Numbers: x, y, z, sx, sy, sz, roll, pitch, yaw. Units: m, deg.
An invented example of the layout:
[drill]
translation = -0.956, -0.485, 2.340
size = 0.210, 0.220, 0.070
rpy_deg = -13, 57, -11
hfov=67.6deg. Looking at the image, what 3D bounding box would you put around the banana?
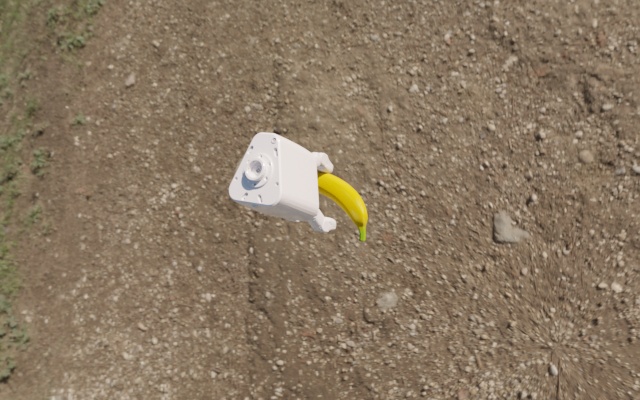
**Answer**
[banana]
translation = 0.012, -0.011, 0.823
size = 0.197, 0.069, 0.037
rpy_deg = 37, 10, 28
